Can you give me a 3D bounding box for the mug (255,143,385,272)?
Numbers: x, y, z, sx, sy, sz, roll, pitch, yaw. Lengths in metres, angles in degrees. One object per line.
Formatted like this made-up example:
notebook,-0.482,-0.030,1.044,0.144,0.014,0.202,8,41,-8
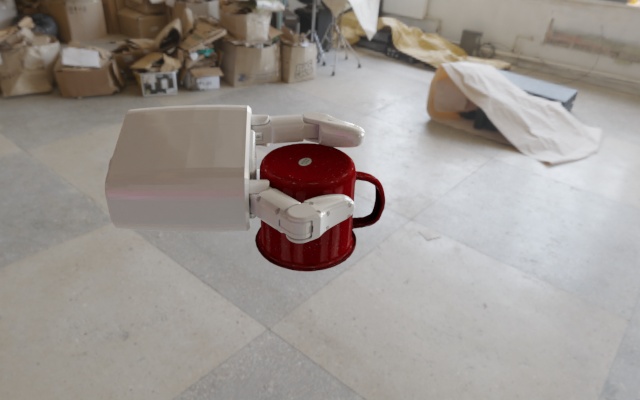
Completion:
mug,0.002,0.001,0.420,0.117,0.081,0.093,-1,32,-6
